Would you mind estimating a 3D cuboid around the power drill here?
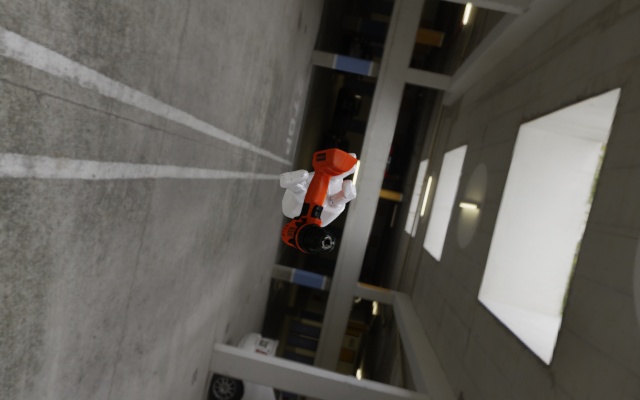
[{"bbox_3d":[0.000,0.002,0.851,0.057,0.187,0.184,26,-9,-23],"label":"power drill"}]
